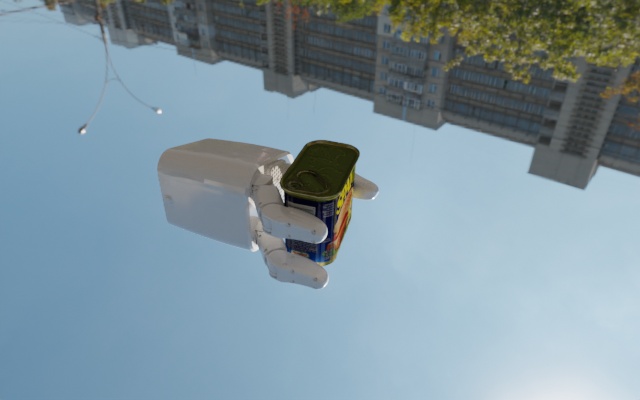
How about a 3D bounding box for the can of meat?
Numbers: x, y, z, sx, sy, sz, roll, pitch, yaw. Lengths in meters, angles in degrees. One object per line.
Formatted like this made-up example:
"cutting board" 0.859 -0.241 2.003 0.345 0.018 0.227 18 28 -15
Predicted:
"can of meat" 0.000 0.002 0.469 0.057 0.084 0.102 11 36 13
